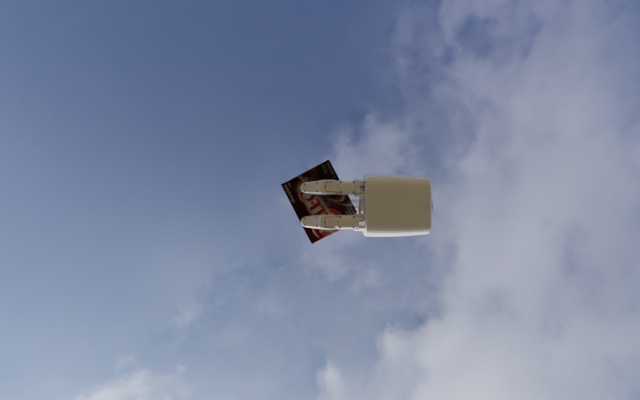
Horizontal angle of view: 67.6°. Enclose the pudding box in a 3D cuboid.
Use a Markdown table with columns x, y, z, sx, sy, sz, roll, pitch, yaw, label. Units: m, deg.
| x | y | z | sx | sy | sz | roll | pitch | yaw | label |
| --- | --- | --- | --- | --- | --- | --- | --- | --- | --- |
| 0.000 | 0.003 | 0.790 | 0.090 | 0.113 | 0.039 | -28 | -2 | 0 | pudding box |
